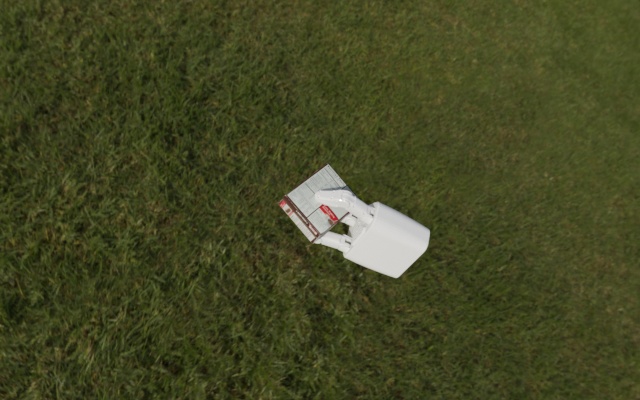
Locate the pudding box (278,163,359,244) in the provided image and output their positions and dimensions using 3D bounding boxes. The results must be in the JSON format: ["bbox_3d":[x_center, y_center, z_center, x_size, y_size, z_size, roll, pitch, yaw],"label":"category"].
[{"bbox_3d":[0.000,0.003,0.796,0.113,0.090,0.039,-38,-5,-36],"label":"pudding box"}]
